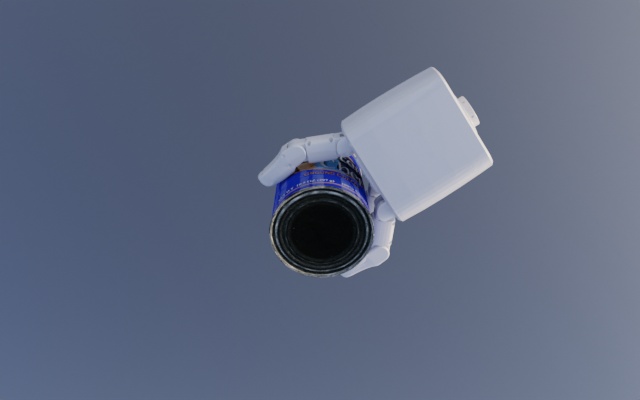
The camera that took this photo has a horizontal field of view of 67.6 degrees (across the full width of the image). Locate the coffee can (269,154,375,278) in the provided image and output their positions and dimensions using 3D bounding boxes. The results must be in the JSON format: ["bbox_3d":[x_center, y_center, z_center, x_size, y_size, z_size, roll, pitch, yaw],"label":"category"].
[{"bbox_3d":[0.000,0.002,0.522,0.103,0.103,0.140,0,27,-1],"label":"coffee can"}]
